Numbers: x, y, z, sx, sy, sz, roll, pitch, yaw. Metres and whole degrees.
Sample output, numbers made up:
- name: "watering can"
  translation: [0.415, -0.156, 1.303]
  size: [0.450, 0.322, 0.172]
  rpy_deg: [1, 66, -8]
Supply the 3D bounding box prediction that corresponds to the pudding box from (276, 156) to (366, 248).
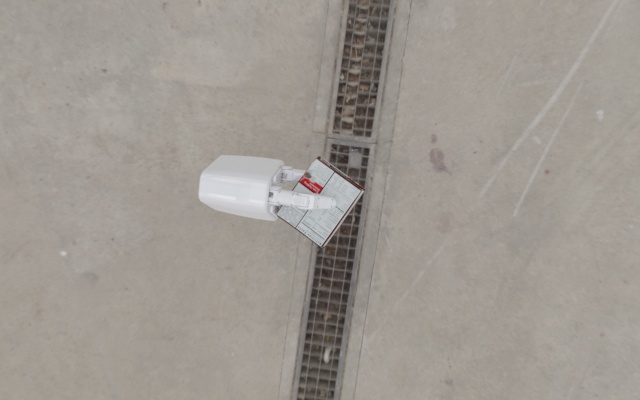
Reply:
- name: "pudding box"
  translation: [0.000, 0.002, 0.729]
  size: [0.090, 0.113, 0.039]
  rpy_deg: [36, 10, 5]
